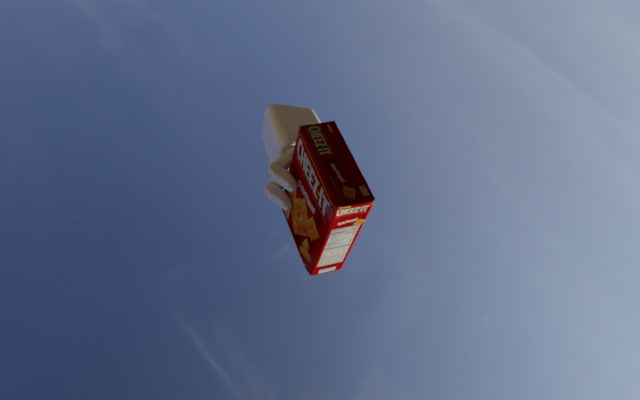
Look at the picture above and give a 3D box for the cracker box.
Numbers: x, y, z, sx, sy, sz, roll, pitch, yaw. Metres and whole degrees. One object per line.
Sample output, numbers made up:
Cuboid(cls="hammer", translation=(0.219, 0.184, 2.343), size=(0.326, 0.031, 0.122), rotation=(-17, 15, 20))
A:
Cuboid(cls="cracker box", translation=(0.000, 0.003, 0.796), size=(0.072, 0.164, 0.214), rotation=(-11, -32, -21))
